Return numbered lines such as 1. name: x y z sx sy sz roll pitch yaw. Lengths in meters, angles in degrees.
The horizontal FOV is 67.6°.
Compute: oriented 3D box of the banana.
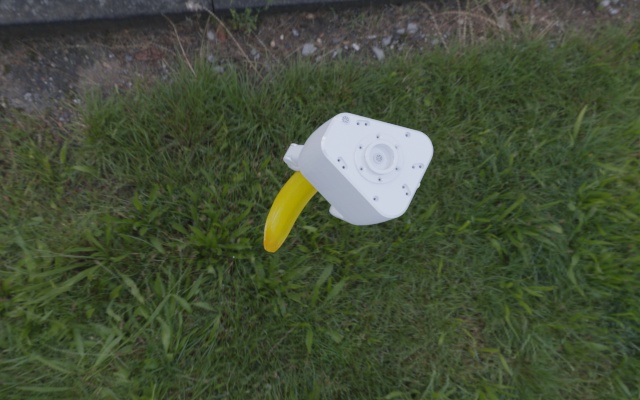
1. banana: -0.008 -0.015 0.630 0.198 0.069 0.037 -37 8 -14
